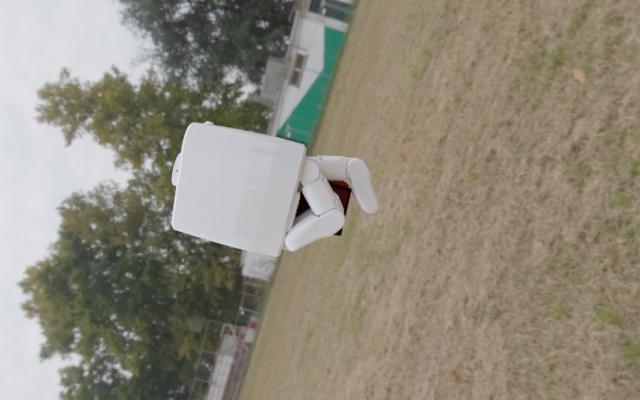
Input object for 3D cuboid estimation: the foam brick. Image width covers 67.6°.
[{"bbox_3d":[0.000,0.002,0.520,0.051,0.053,0.078,12,7,-4],"label":"foam brick"}]
